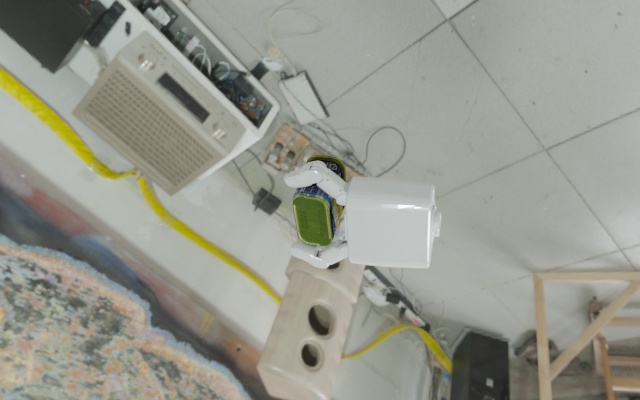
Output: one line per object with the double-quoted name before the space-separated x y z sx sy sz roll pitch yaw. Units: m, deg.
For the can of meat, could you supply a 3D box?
"can of meat" 0.000 0.002 0.669 0.057 0.102 0.084 7 45 15
